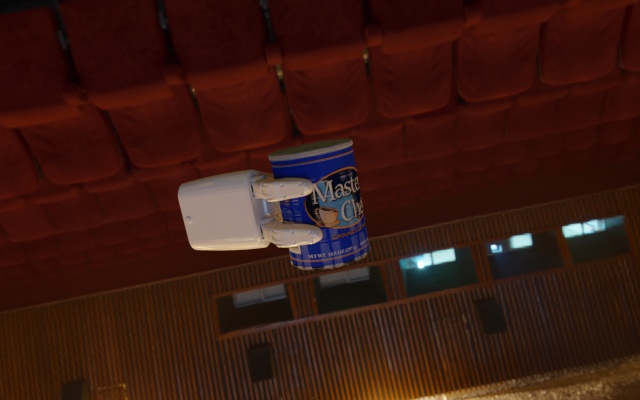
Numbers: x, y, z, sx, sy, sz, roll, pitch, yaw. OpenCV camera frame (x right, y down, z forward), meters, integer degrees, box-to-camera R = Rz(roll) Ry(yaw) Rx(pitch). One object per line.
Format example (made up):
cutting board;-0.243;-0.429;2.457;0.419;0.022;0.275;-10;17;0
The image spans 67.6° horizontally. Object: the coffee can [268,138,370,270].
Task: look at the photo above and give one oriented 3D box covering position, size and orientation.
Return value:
coffee can;0.000;0.002;0.590;0.103;0.140;0.103;-10;11;2
